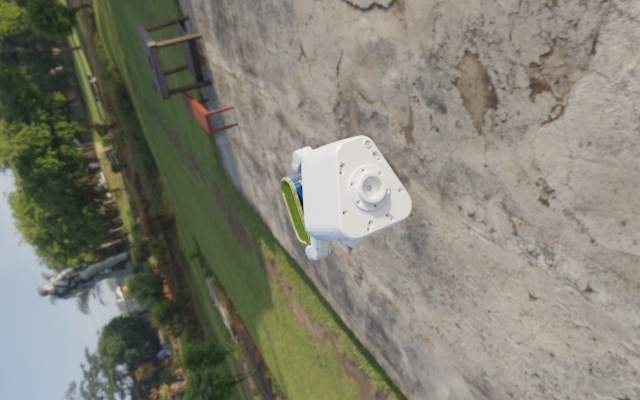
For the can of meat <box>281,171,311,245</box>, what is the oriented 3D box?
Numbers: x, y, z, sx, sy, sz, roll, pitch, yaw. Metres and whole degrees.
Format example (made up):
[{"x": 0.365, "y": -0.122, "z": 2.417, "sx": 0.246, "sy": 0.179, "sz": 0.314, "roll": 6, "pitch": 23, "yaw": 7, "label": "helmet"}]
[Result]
[{"x": 0.000, "y": 0.002, "z": 0.660, "sx": 0.084, "sy": 0.102, "sz": 0.057, "roll": -21, "pitch": 9, "yaw": -20, "label": "can of meat"}]
